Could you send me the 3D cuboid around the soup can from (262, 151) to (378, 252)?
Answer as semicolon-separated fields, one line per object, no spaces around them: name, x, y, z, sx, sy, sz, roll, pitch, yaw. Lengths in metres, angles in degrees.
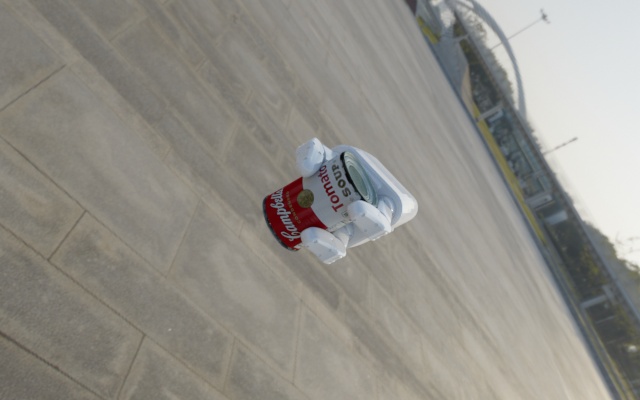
soup can;0.000;0.001;0.497;0.102;0.068;0.068;-29;-11;20
